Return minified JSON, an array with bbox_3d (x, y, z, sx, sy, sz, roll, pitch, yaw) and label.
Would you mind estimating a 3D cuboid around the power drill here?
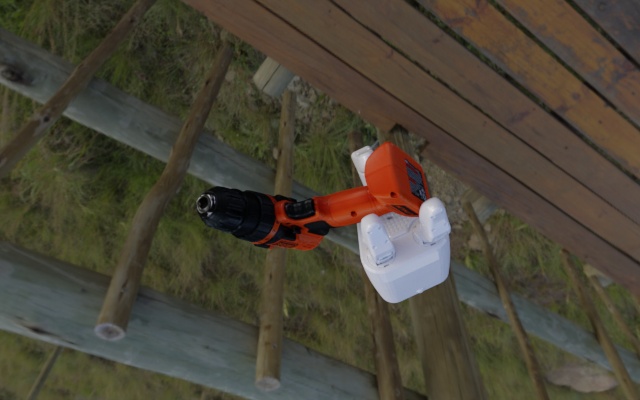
[{"bbox_3d":[0.001,0.002,0.470,0.188,0.057,0.184,-16,-18,27],"label":"power drill"}]
